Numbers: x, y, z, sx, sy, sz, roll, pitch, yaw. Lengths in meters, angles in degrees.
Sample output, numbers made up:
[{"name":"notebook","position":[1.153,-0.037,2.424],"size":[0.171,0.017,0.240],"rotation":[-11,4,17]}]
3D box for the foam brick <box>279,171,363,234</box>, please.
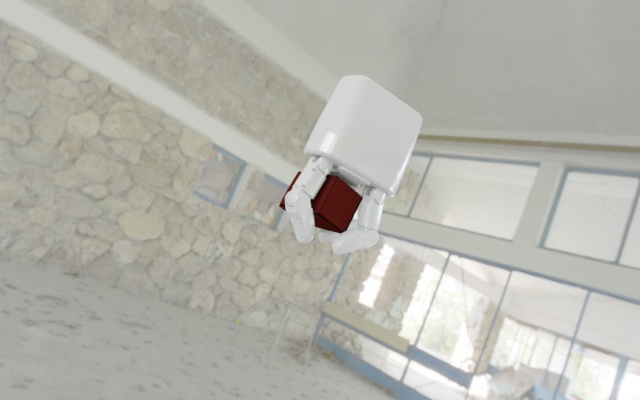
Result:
[{"name":"foam brick","position":[0.000,0.002,0.573],"size":[0.053,0.051,0.078],"rotation":[36,-15,-38]}]
